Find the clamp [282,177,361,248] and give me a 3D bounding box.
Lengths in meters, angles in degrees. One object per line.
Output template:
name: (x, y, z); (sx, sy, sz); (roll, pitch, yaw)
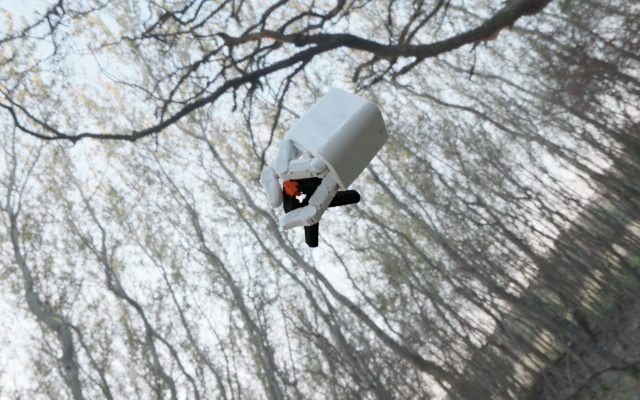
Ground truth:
clamp: (0.000, 0.002, 0.733); (0.039, 0.120, 0.171); (38, -9, 29)
